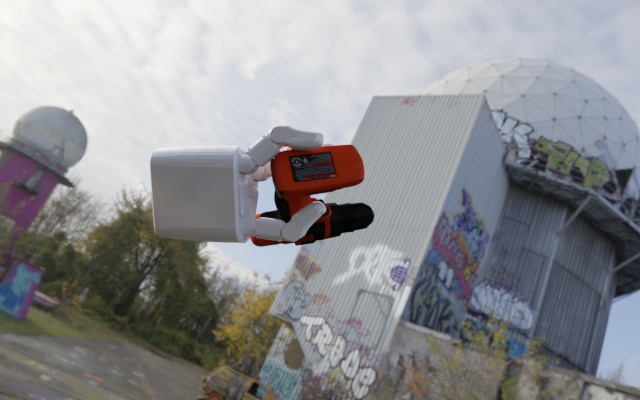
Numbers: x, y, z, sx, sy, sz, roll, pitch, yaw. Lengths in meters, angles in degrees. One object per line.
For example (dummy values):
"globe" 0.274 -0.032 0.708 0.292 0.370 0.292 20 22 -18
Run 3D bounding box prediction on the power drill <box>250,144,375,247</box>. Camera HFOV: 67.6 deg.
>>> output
"power drill" 0.000 0.002 0.623 0.184 0.057 0.188 -9 -27 -14
